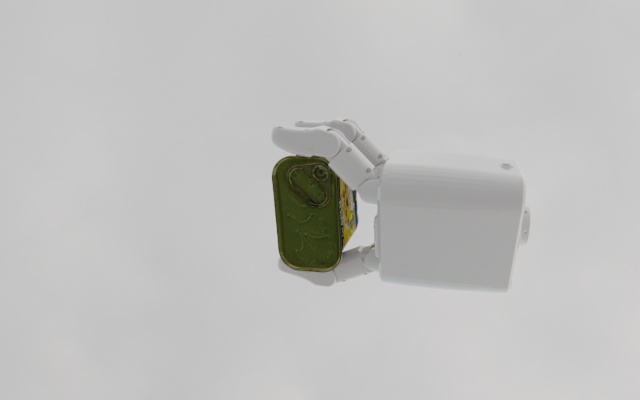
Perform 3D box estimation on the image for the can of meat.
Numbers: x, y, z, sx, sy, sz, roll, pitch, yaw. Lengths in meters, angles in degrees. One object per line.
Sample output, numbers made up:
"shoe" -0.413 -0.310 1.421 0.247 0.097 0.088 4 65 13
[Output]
"can of meat" 0.000 0.001 0.436 0.057 0.102 0.084 1 17 17
